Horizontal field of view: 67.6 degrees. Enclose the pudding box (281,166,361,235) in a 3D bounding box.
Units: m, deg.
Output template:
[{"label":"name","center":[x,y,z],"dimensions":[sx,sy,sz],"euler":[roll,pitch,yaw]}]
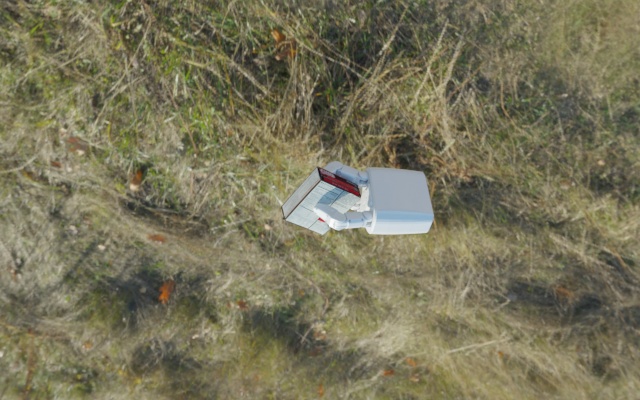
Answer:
[{"label":"pudding box","center":[0.000,0.003,0.822],"dimensions":[0.090,0.039,0.113],"euler":[24,-56,-31]}]
